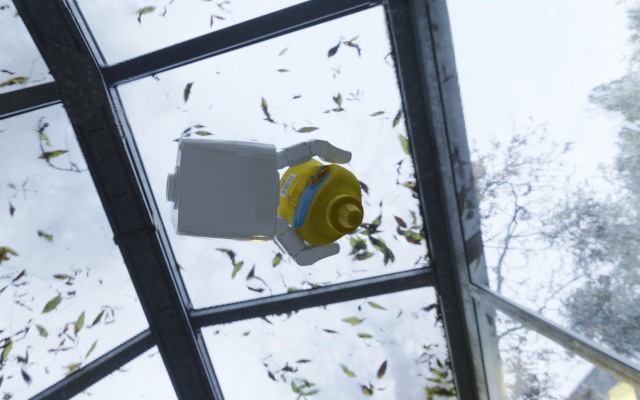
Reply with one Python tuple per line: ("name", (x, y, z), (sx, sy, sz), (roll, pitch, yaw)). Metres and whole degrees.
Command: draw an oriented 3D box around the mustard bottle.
("mustard bottle", (0.000, 0.002, 0.565), (0.058, 0.096, 0.191), (30, -2, -23))
